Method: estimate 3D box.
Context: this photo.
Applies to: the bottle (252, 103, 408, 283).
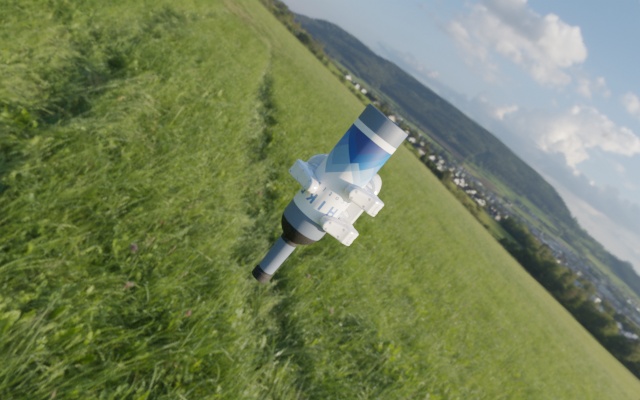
[{"bbox_3d":[0.000,0.002,0.668,0.069,0.296,0.069,37,14,-11],"label":"bottle"}]
